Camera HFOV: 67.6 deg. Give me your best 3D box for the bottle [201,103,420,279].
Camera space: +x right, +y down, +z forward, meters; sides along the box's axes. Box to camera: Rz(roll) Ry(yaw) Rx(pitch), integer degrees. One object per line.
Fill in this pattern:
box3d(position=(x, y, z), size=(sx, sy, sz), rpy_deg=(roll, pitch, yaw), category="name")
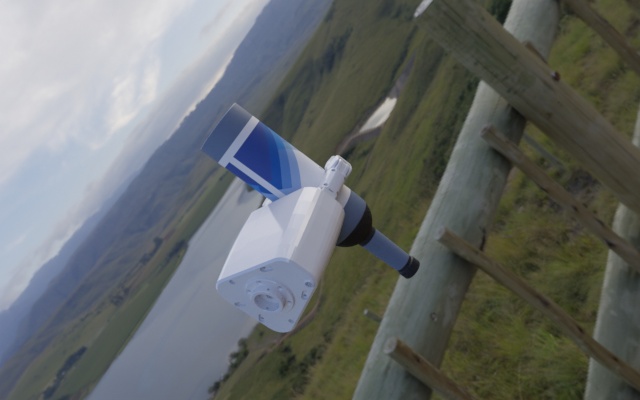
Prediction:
box3d(position=(0.000, 0.002, 0.568), size=(0.296, 0.069, 0.069), rpy_deg=(36, -9, -12), category="bottle")
